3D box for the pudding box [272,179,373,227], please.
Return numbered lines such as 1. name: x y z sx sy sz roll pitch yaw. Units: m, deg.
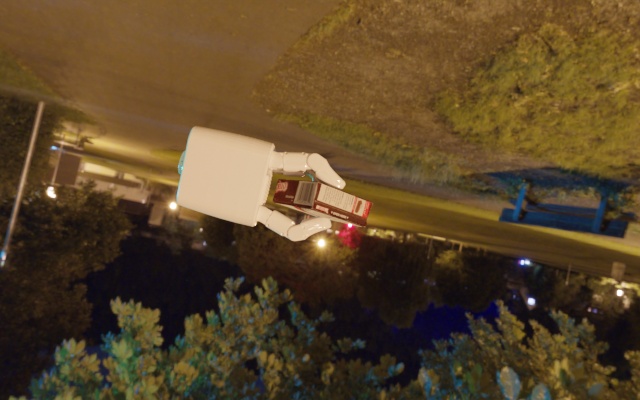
1. pudding box: 0.000 0.002 0.642 0.090 0.039 0.113 19 -4 -31
